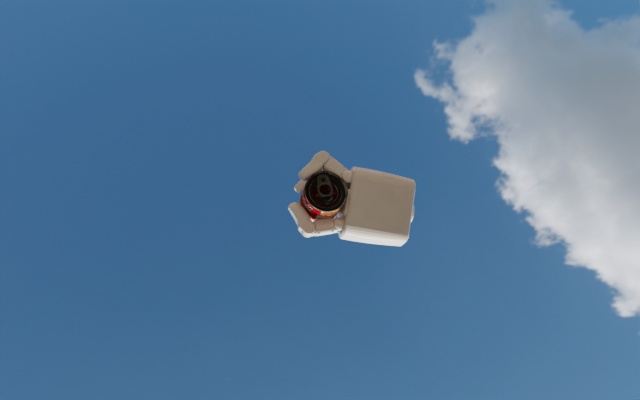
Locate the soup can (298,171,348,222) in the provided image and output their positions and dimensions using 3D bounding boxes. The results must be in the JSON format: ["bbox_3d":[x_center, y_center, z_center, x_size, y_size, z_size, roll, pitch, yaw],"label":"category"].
[{"bbox_3d":[0.000,0.003,0.779,0.068,0.068,0.102,0,-20,-11],"label":"soup can"}]
